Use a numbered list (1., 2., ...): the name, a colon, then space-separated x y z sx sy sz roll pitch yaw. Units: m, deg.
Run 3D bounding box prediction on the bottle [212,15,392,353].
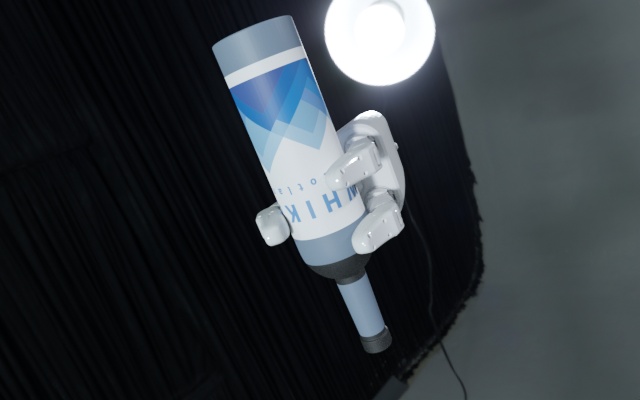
1. bottle: 0.000 0.001 0.407 0.069 0.296 0.069 -21 14 5
